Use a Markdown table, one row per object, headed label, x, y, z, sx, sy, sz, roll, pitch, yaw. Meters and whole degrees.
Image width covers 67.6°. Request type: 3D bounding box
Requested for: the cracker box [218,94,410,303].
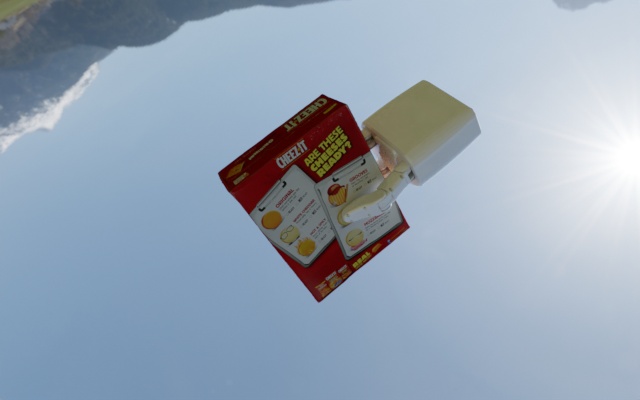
| label | x | y | z | sx | sy | sz | roll | pitch | yaw |
| --- | --- | --- | --- | --- | --- | --- | --- | --- | --- |
| cracker box | 0.000 | 0.002 | 0.604 | 0.164 | 0.214 | 0.072 | -38 | 35 | -7 |
